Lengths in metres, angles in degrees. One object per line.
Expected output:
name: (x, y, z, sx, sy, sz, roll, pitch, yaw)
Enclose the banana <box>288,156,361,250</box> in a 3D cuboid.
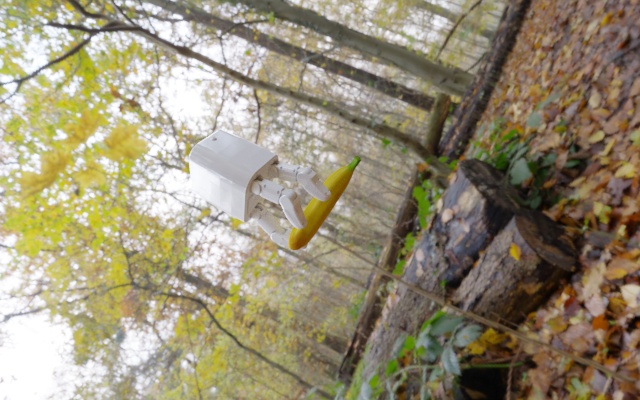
banana: (-0.001, 0.009, 0.764, 0.037, 0.197, 0.070, 31, -28, 7)
